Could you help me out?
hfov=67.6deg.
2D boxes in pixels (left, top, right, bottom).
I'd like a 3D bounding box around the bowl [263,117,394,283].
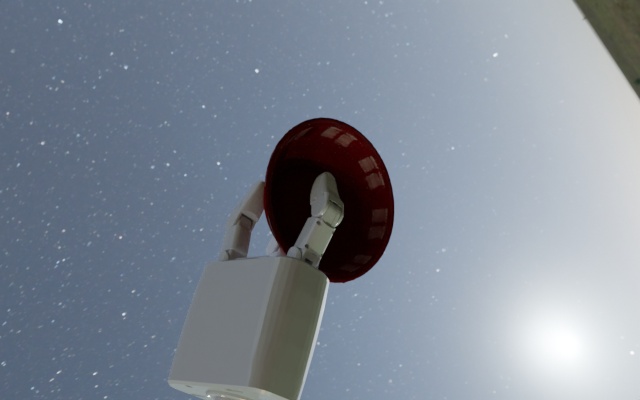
[{"bbox_3d":[0.000,0.001,0.483,0.162,0.162,0.055,0,-7,-38],"label":"bowl"}]
